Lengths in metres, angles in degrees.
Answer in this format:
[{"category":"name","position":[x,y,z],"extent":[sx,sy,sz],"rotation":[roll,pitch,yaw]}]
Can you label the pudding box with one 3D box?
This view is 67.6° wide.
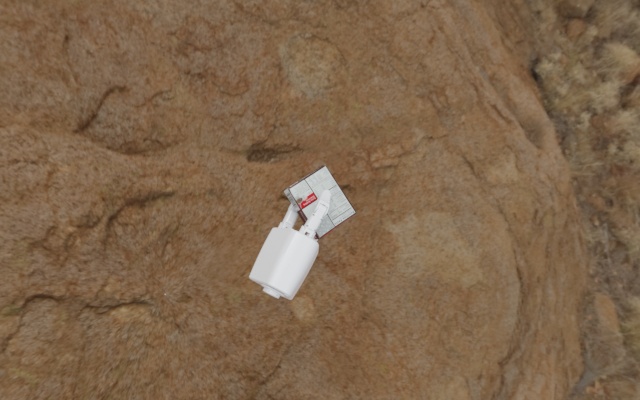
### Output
[{"category":"pudding box","position":[0.000,0.003,0.895],"extent":[0.090,0.113,0.039],"rotation":[-33,3,-16]}]
